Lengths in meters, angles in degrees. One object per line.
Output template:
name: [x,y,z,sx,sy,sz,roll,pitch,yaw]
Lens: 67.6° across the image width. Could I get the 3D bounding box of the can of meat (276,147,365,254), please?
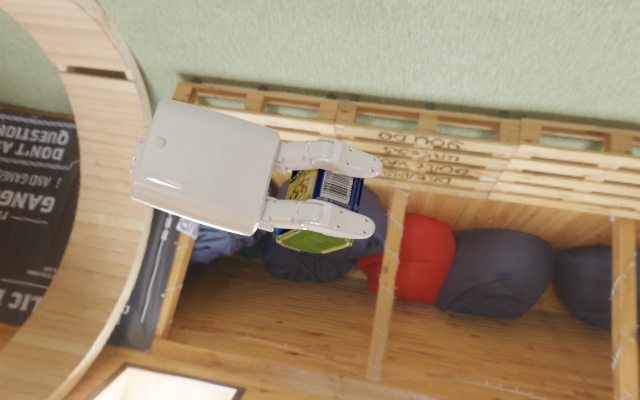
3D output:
can of meat: [0.000,0.002,0.457,0.057,0.084,0.102,18,-19,-18]
